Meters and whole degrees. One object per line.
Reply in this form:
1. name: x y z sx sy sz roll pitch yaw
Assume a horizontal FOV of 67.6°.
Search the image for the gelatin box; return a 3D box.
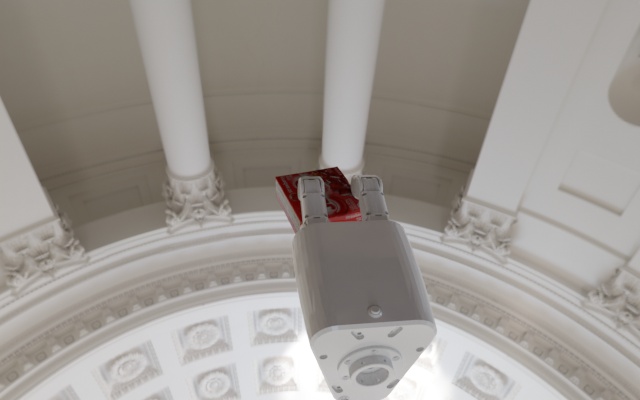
1. gelatin box: 0.000 0.002 0.497 0.073 0.030 0.089 -11 37 -17
